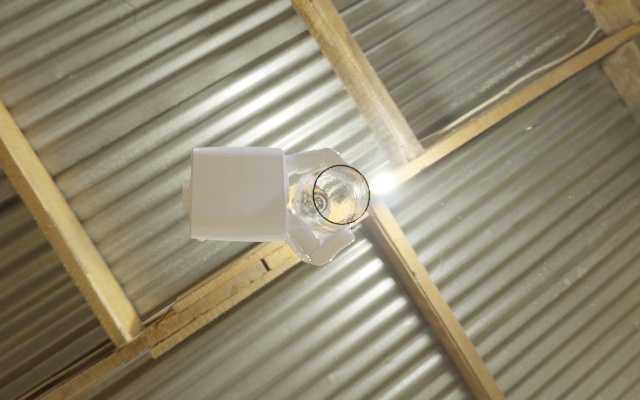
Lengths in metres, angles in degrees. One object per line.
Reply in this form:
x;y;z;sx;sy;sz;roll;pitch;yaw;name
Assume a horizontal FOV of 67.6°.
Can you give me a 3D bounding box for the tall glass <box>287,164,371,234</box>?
0.000;0.002;0.580;0.079;0.079;0.201;0;-5;-13;tall glass
